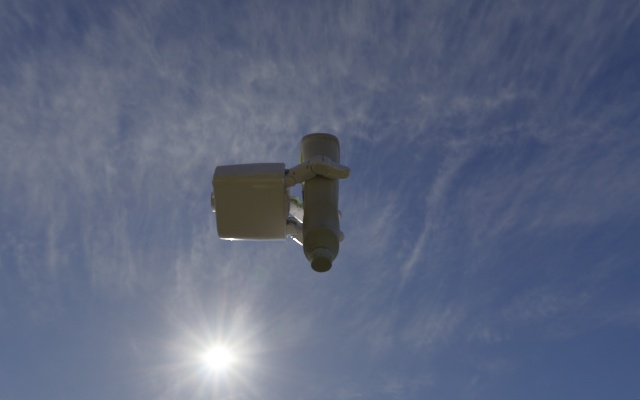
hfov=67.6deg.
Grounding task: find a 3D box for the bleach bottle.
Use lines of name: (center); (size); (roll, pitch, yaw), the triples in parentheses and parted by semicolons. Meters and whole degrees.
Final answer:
bleach bottle: (0.000, 0.002, 0.721); (0.068, 0.103, 0.250); (-1, 37, 0)
